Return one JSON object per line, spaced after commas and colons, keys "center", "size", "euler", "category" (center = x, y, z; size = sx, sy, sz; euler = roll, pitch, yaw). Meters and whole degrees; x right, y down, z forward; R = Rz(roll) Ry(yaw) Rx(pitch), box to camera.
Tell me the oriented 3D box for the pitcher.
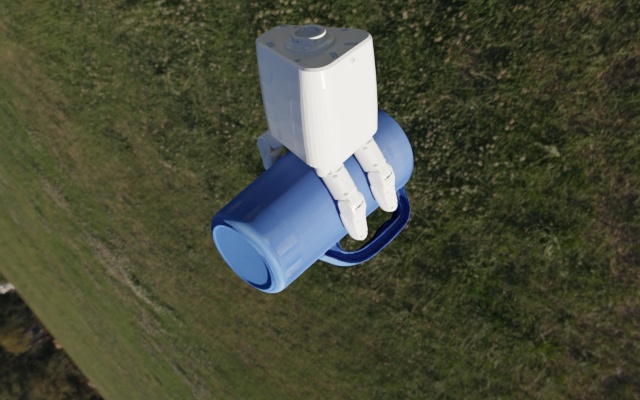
{"center": [0.000, 0.002, 0.567], "size": [0.149, 0.145, 0.242], "euler": [26, 51, 30], "category": "pitcher"}
